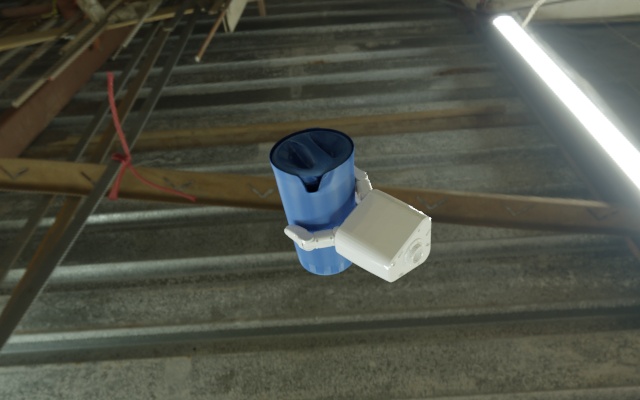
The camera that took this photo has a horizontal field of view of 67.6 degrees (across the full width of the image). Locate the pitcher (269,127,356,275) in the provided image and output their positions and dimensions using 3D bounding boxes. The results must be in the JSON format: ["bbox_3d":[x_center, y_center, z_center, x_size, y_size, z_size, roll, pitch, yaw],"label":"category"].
[{"bbox_3d":[0.000,0.003,0.819,0.145,0.243,0.149,27,51,36],"label":"pitcher"}]
